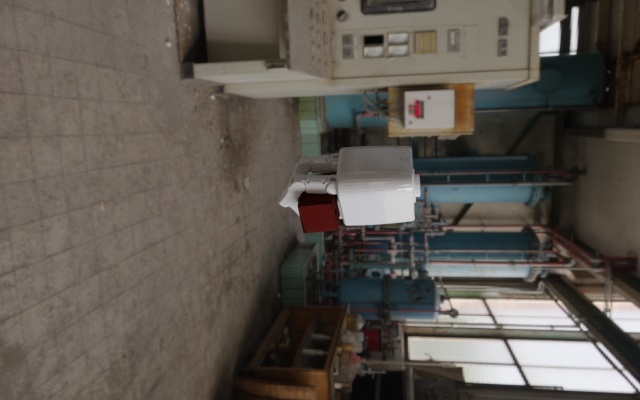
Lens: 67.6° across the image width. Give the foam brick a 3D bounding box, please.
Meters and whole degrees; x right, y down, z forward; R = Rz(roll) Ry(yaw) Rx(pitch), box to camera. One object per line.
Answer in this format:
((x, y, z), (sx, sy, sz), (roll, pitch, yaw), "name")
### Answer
((0.000, 0.003, 0.704), (0.051, 0.053, 0.078), (-4, 39, 11), "foam brick")
